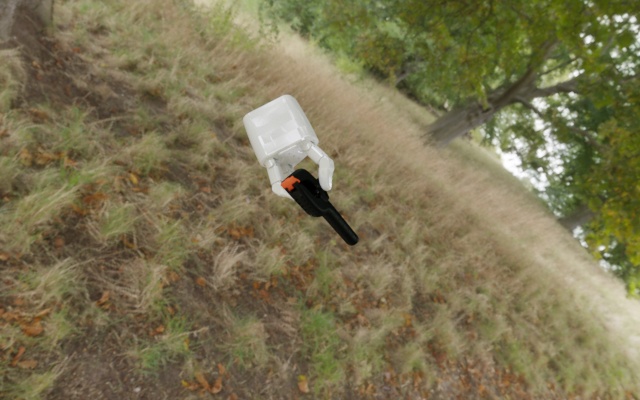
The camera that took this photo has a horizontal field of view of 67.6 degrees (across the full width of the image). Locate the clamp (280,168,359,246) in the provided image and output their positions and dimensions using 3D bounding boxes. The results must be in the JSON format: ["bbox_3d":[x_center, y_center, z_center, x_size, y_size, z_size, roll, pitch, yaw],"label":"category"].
[{"bbox_3d":[0.000,0.002,0.866,0.036,0.164,0.210,-32,-20,18],"label":"clamp"}]
